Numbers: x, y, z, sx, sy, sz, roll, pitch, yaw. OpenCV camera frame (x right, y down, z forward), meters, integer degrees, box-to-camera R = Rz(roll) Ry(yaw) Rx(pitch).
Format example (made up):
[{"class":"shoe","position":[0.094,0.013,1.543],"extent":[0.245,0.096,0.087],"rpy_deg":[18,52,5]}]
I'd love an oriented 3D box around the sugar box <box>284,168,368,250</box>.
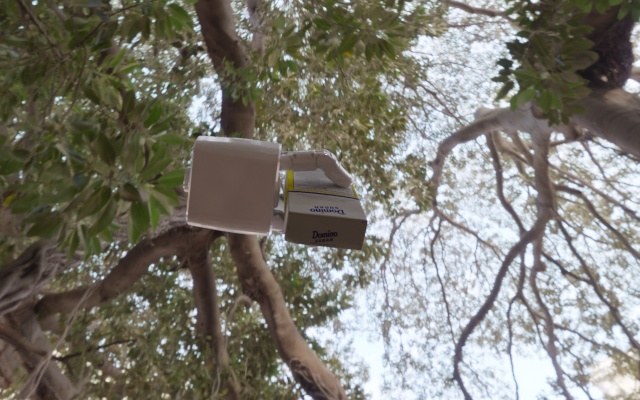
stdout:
[{"class":"sugar box","position":[0.000,0.002,0.611],"extent":[0.093,0.048,0.176],"rpy_deg":[7,24,-6]}]
